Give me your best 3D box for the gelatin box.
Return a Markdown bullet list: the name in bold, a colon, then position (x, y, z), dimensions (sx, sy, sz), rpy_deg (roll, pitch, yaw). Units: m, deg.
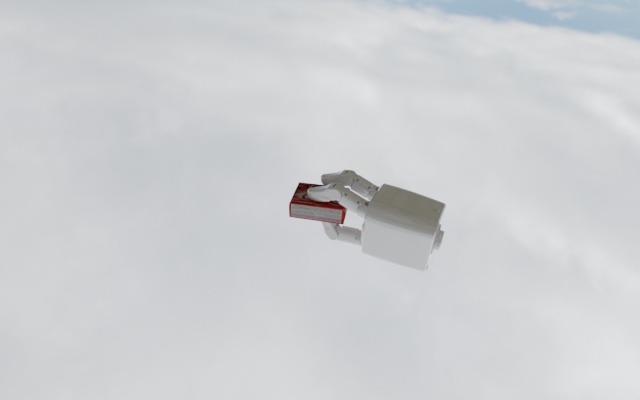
- **gelatin box**: position (0.000, 0.003, 0.768), dimensions (0.089, 0.030, 0.073), rpy_deg (7, 30, 7)
